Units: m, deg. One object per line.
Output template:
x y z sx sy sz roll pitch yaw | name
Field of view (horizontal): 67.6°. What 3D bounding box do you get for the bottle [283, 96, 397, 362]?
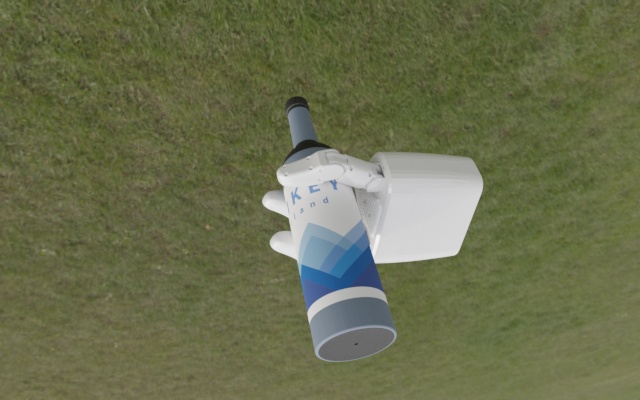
0.000 0.002 0.466 0.069 0.295 0.069 -9 -38 -7 | bottle
